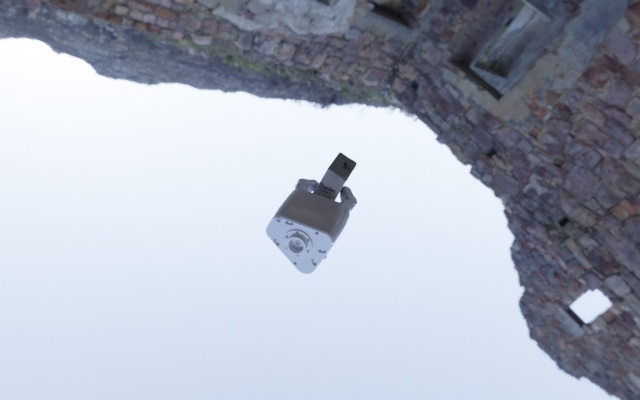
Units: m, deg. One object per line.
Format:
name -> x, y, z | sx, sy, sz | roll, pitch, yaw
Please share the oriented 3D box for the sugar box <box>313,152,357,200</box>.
sugar box -> 0.001, 0.003, 0.882 | 0.048, 0.176, 0.093 | 35, 29, 0
